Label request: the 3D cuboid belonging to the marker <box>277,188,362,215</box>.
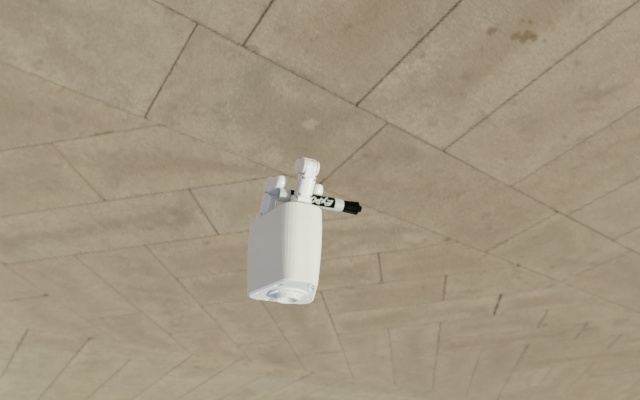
[{"bbox_3d":[0.000,0.002,0.656,0.121,0.020,0.020,10,-3,-18],"label":"marker"}]
